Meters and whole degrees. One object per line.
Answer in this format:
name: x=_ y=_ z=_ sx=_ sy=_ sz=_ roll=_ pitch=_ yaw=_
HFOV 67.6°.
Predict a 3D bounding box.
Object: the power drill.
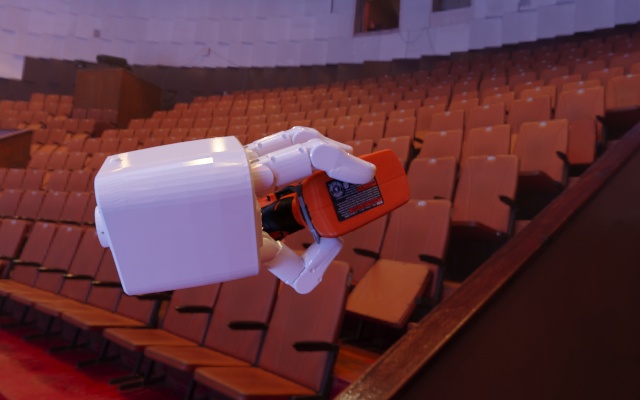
power drill: x=0.000 y=0.002 z=0.483 sx=0.184 sy=0.057 sz=0.188 roll=-24 pitch=3 yaw=-33
